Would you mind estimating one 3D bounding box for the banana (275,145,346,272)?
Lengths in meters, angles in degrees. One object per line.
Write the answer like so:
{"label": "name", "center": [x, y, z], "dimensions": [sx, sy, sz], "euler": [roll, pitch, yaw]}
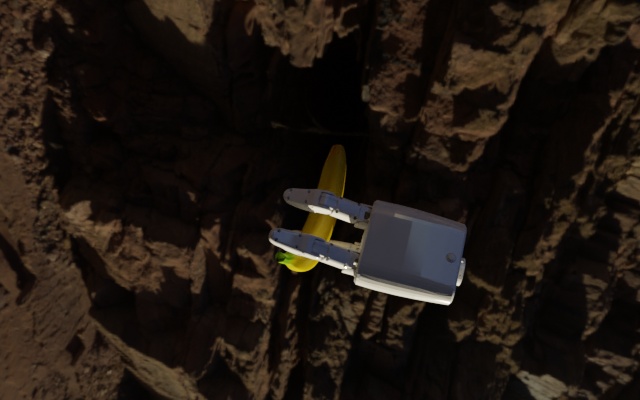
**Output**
{"label": "banana", "center": [0.000, 0.017, 0.588], "dimensions": [0.037, 0.197, 0.070], "euler": [13, -40, 14]}
